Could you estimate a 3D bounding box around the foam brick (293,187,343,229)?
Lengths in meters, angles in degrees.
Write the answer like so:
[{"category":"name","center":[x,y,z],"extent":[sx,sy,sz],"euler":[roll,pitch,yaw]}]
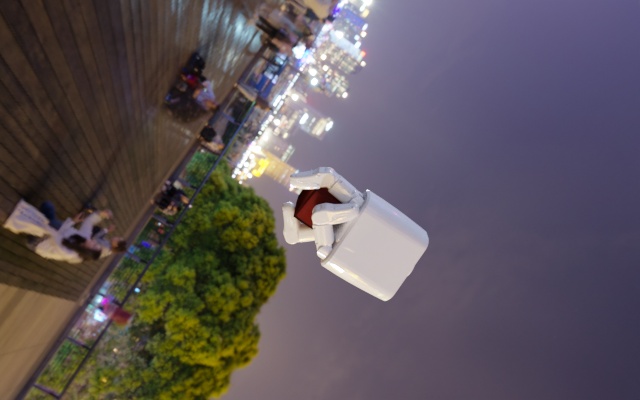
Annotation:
[{"category":"foam brick","center":[0.000,0.002,0.664],"extent":[0.051,0.053,0.078],"euler":[33,22,-11]}]
